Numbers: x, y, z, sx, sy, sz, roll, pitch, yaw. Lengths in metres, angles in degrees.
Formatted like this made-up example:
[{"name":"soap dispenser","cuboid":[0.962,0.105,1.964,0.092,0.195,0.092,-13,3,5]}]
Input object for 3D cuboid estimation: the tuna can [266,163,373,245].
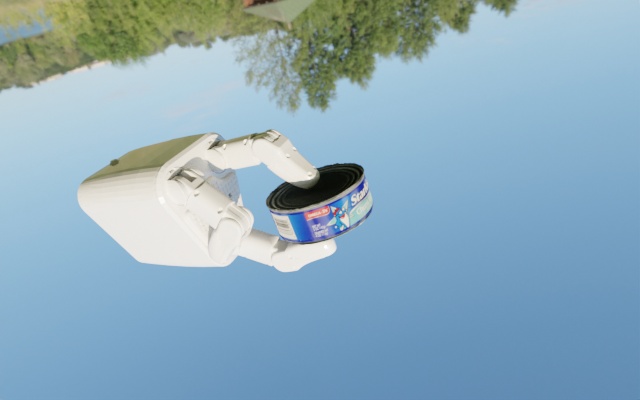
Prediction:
[{"name":"tuna can","cuboid":[0.000,0.002,0.400,0.086,0.034,0.086,-17,21,7]}]
